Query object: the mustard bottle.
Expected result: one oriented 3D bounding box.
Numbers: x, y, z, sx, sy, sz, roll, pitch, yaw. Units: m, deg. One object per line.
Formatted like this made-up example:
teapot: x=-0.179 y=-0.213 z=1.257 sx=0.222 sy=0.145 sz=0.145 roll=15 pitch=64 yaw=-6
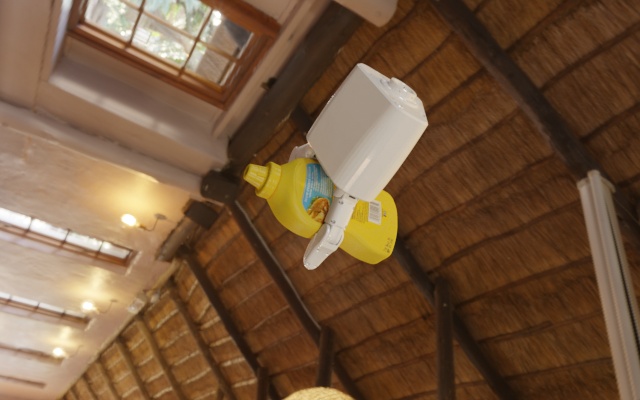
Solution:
mustard bottle: x=0.000 y=0.002 z=0.561 sx=0.192 sy=0.096 sz=0.058 roll=23 pitch=-37 yaw=-24
